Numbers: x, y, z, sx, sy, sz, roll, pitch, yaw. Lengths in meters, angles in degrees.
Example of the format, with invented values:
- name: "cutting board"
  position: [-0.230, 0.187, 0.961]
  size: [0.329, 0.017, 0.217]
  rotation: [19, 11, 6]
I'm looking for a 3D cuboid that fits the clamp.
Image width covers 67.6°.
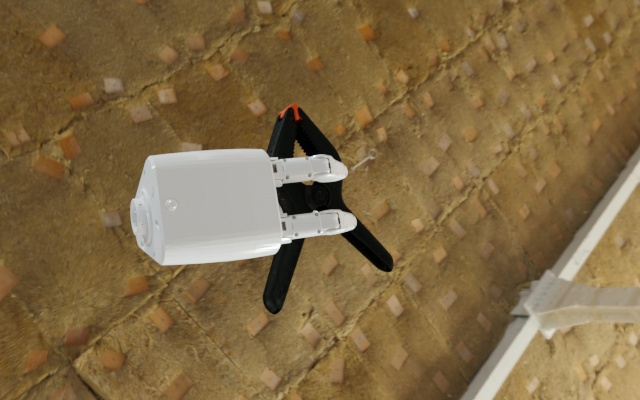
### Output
- name: "clamp"
  position: [-0.001, 0.001, 0.512]
  size: [0.164, 0.210, 0.036]
  rotation: [-4, -9, -35]
